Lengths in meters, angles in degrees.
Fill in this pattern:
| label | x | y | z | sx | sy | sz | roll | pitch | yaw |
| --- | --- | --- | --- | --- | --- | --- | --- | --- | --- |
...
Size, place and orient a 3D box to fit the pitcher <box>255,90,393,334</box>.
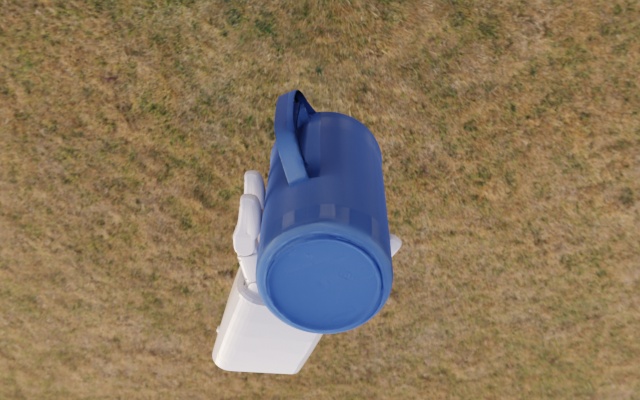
| label | x | y | z | sx | sy | sz | roll | pitch | yaw |
| --- | --- | --- | --- | --- | --- | --- | --- | --- | --- |
| pitcher | 0.000 | 0.002 | 0.466 | 0.149 | 0.145 | 0.242 | 22 | 25 | -10 |
